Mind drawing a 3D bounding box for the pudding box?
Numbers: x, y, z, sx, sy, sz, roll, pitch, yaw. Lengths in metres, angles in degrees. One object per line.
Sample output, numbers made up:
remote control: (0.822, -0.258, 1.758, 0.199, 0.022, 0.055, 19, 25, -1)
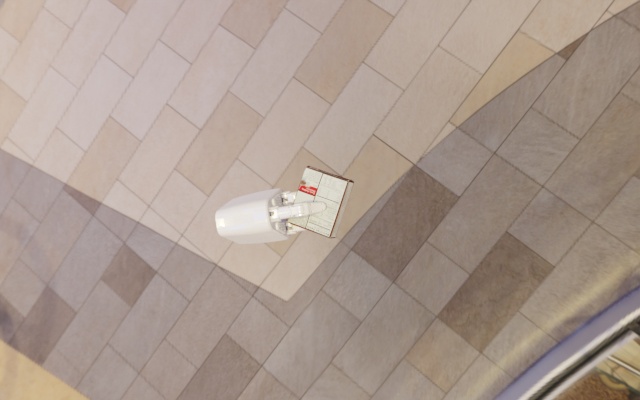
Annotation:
pudding box: (0.000, 0.003, 0.870, 0.090, 0.113, 0.039, 20, 7, 17)
